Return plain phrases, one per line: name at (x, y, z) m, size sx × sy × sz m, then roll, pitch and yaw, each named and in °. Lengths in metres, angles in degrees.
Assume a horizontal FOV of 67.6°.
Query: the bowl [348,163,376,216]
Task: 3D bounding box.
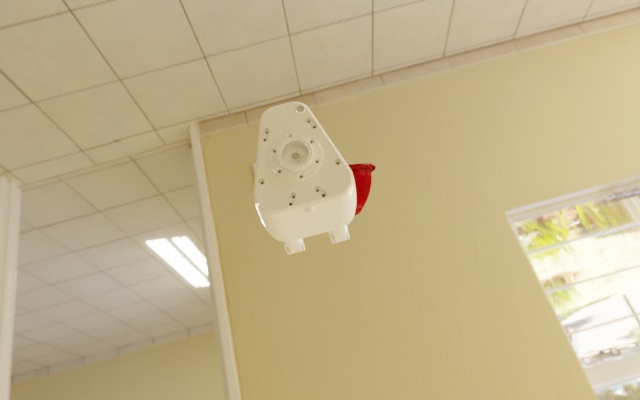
bowl at (0.001, 0.003, 0.621) m, size 0.162 × 0.055 × 0.162 m, roll -15°, pitch -6°, yaw -2°
